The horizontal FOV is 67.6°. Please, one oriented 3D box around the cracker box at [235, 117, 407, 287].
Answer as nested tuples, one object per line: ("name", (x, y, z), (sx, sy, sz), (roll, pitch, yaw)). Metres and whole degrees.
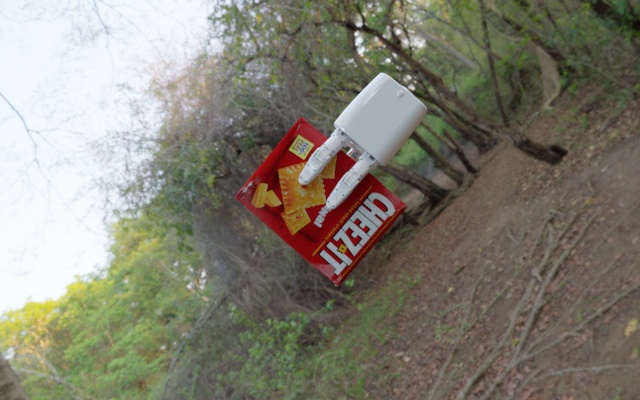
("cracker box", (0.000, 0.002, 0.743), (0.213, 0.164, 0.072), (41, 0, 6))
